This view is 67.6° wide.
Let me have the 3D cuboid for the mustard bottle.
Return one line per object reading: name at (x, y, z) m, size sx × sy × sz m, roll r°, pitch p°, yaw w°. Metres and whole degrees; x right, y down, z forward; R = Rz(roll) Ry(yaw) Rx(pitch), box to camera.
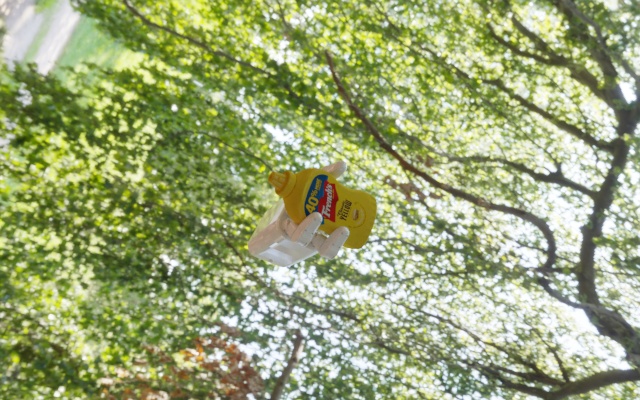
mustard bottle at (0.001, 0.003, 0.761) m, size 0.192 × 0.096 × 0.058 m, roll 27°, pitch -15°, yaw -28°
